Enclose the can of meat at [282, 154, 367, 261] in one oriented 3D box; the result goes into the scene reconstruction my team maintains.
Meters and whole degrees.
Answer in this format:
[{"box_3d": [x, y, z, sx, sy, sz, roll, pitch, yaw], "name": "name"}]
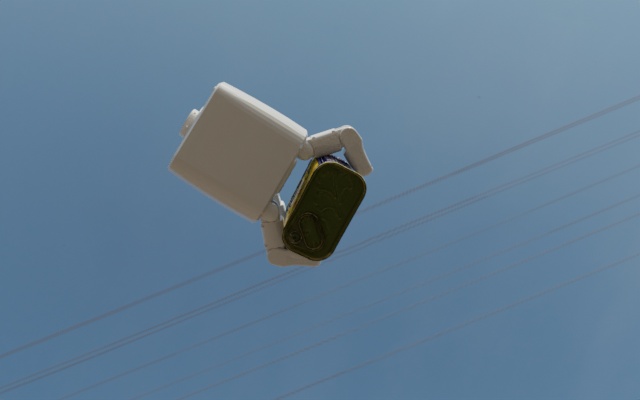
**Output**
[{"box_3d": [0.000, 0.002, 0.515, 0.057, 0.102, 0.084, 26, 12, -11], "name": "can of meat"}]
